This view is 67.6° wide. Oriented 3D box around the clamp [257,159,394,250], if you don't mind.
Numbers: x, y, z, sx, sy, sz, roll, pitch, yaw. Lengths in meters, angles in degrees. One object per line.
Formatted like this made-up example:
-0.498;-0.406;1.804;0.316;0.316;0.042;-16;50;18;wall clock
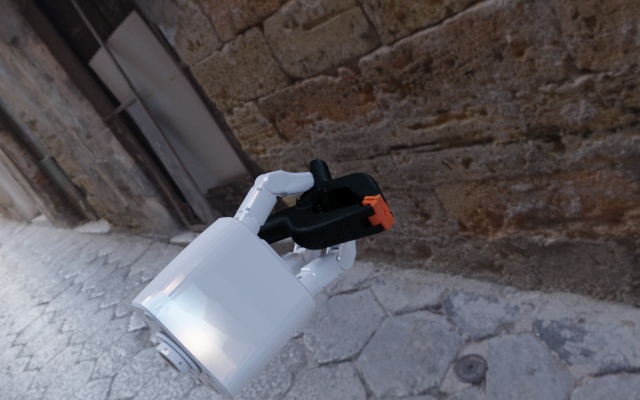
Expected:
0.000;0.001;0.474;0.210;0.036;0.164;-5;34;52;clamp
